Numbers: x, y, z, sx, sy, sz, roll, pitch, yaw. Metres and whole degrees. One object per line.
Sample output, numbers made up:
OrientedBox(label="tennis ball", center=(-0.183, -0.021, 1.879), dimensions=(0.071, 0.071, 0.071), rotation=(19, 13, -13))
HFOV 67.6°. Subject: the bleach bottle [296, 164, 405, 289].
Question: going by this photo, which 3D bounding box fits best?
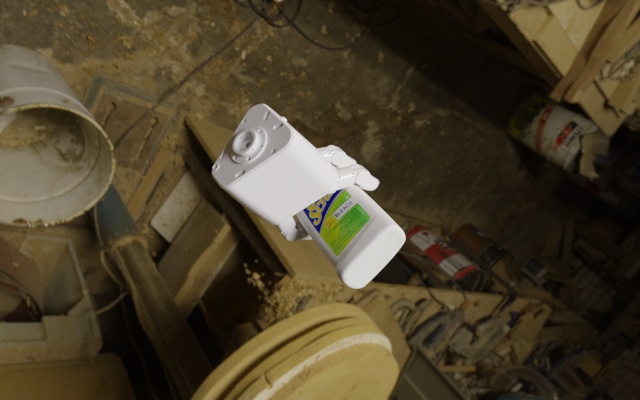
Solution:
OrientedBox(label="bleach bottle", center=(0.000, 0.002, 0.667), dimensions=(0.250, 0.102, 0.068), rotation=(45, 3, 38))
